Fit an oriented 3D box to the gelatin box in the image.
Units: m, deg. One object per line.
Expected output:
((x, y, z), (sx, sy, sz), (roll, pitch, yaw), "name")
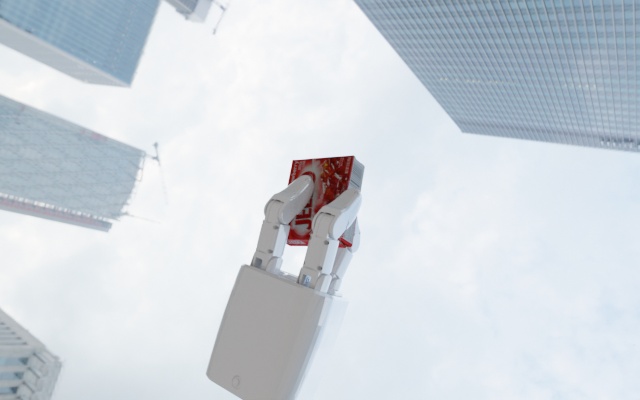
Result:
((0.000, 0.001, 0.474), (0.073, 0.089, 0.030), (-1, -22, 32), "gelatin box")
